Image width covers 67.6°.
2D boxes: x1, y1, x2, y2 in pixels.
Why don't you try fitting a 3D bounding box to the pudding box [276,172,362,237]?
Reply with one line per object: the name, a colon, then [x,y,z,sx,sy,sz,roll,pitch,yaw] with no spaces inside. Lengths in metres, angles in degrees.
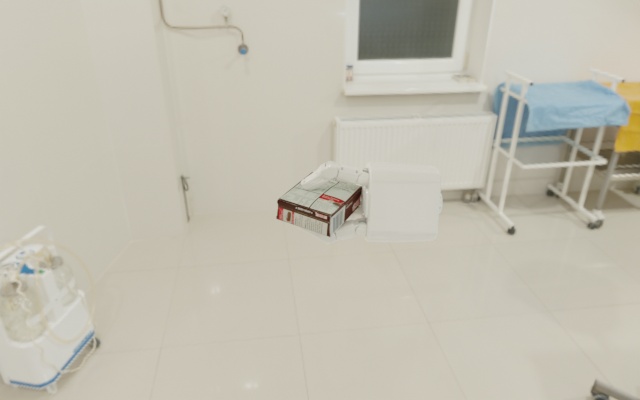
pudding box: [0.000,0.002,0.716,0.090,0.039,0.113,17,30,22]
